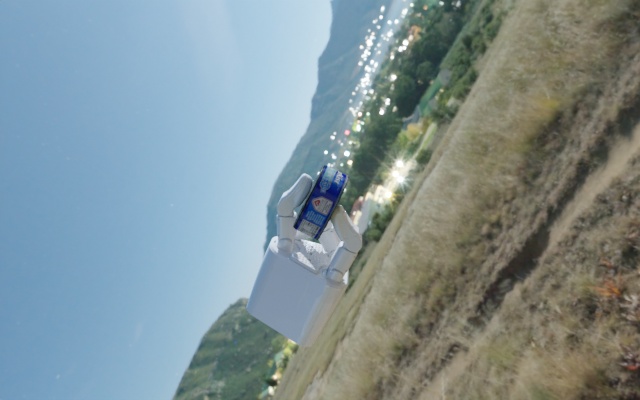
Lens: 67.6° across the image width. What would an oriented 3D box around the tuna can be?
[{"bbox_3d":[0.000,0.002,0.565,0.034,0.086,0.086,26,-1,-2],"label":"tuna can"}]
